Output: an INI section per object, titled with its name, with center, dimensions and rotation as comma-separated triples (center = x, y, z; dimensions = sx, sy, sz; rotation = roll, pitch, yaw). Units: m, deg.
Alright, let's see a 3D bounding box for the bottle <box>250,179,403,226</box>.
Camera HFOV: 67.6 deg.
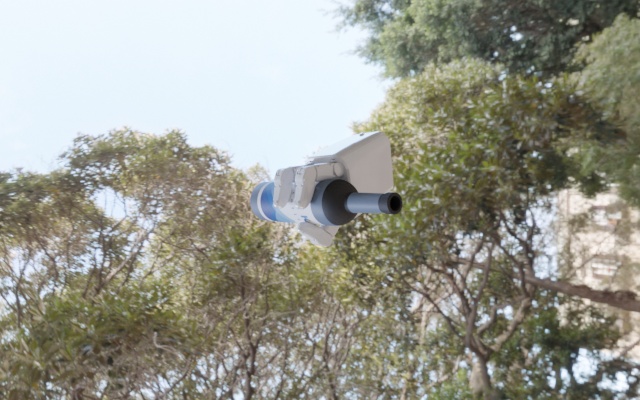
[bottle]
center = 0.000, 0.002, 0.699
dimensions = 0.069, 0.069, 0.295
rotation = 0, 0, -38
